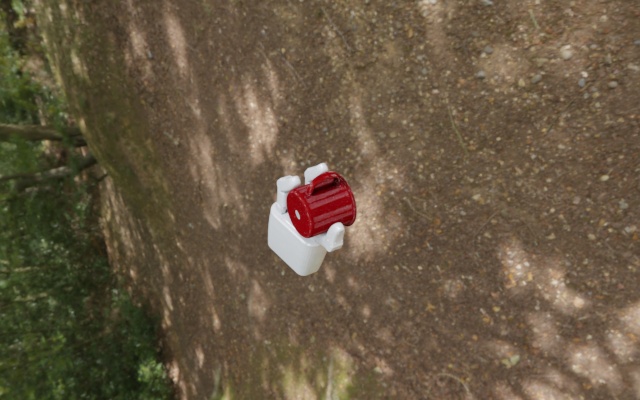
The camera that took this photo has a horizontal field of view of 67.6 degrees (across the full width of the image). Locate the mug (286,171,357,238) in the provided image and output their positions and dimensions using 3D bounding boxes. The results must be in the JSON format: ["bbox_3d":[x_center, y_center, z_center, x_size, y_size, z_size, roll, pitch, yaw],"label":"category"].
[{"bbox_3d":[0.000,0.002,0.752,0.081,0.093,0.117,-20,-35,-26],"label":"mug"}]
